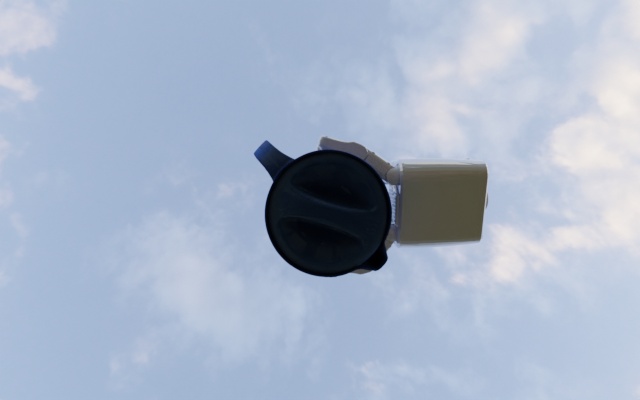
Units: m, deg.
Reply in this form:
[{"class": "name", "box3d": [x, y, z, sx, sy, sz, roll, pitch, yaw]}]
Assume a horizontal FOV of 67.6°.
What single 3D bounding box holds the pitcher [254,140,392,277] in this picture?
[{"class": "pitcher", "box3d": [0.000, 0.002, 0.608, 0.145, 0.149, 0.243, -3, 2, -1]}]
